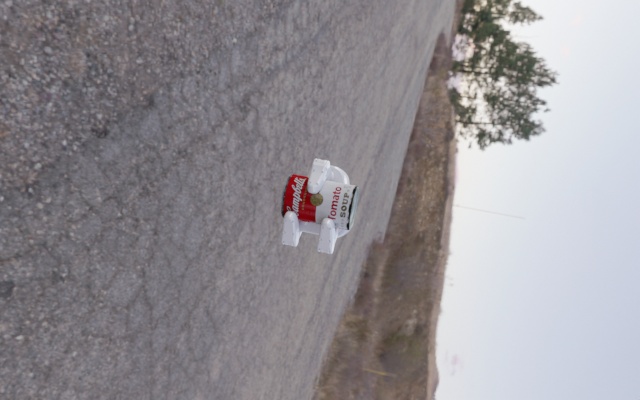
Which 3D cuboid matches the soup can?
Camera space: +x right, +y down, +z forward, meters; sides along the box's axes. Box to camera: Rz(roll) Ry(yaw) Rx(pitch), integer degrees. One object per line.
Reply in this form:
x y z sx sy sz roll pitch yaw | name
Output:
0.000 0.002 0.704 0.102 0.068 0.068 11 2 10 | soup can
